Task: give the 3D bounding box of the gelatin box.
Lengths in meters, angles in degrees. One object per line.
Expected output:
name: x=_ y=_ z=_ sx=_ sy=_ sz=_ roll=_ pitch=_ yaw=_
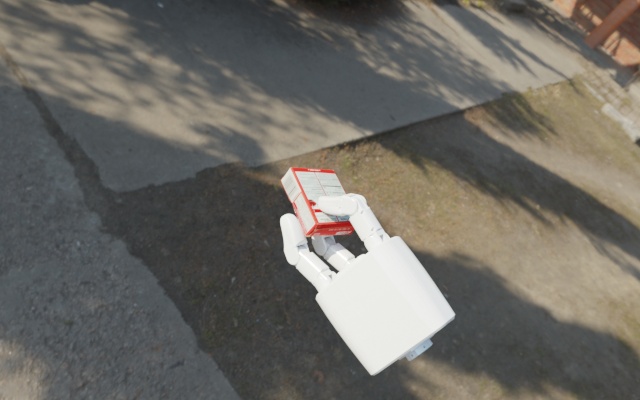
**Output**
gelatin box: x=0.000 y=0.001 z=0.596 sx=0.073 sy=0.089 sz=0.030 roll=0 pitch=-36 yaw=-41
